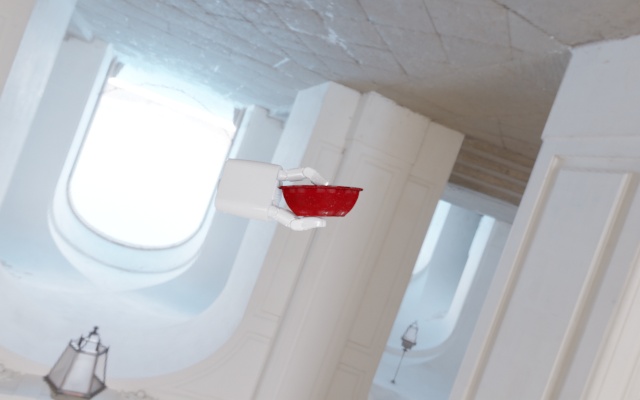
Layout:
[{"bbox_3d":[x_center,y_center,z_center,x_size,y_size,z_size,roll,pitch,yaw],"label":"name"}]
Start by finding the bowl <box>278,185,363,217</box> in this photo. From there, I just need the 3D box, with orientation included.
[{"bbox_3d":[0.001,0.003,0.899,0.162,0.055,0.162,1,-2,0],"label":"bowl"}]
